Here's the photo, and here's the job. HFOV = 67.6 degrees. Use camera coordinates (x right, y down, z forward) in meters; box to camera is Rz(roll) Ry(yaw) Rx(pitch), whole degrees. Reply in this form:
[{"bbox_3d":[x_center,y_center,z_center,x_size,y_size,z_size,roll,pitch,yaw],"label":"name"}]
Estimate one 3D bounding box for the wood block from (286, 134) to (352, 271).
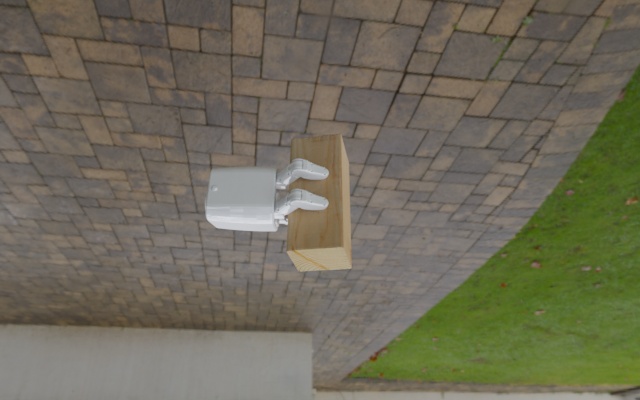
[{"bbox_3d":[0.000,0.003,0.788,0.090,0.206,0.091,-5,-29,9],"label":"wood block"}]
